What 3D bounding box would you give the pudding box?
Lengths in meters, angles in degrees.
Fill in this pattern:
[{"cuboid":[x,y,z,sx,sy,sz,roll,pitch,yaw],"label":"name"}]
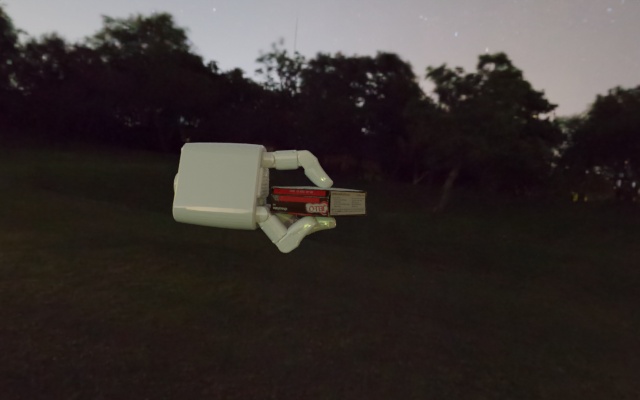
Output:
[{"cuboid":[0.000,0.002,0.641,0.090,0.039,0.113,5,4,30],"label":"pudding box"}]
